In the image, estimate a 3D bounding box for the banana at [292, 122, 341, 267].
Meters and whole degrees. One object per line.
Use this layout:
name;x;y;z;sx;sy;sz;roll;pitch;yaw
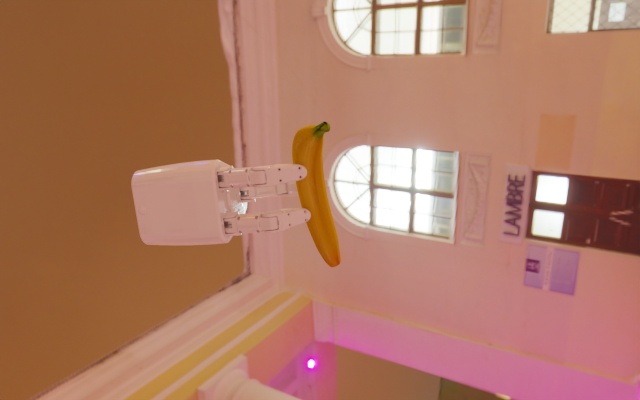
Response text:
banana;-0.006;-0.010;0.572;0.037;0.198;0.069;-16;34;-12
